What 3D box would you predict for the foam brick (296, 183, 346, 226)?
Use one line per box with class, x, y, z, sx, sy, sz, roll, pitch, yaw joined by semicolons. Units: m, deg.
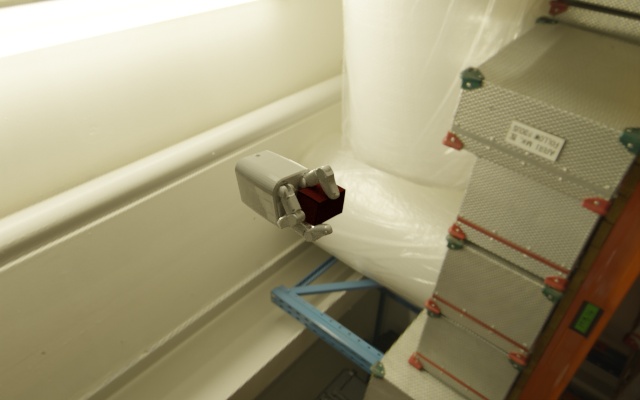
foam brick;0.000;0.003;0.851;0.051;0.053;0.078;29;35;31
